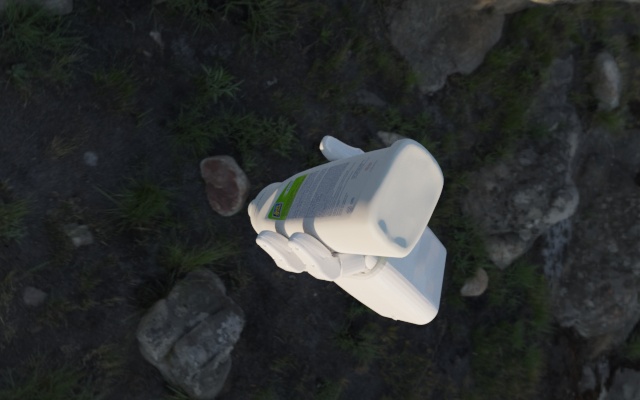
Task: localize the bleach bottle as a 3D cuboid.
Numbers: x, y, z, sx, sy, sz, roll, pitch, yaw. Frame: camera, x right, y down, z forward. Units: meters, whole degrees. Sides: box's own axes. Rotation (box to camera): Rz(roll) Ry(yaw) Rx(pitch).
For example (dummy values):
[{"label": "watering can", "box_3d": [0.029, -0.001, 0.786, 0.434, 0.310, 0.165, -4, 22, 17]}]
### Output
[{"label": "bleach bottle", "box_3d": [0.000, 0.002, 0.499, 0.068, 0.102, 0.251, 41, -24, -28]}]
